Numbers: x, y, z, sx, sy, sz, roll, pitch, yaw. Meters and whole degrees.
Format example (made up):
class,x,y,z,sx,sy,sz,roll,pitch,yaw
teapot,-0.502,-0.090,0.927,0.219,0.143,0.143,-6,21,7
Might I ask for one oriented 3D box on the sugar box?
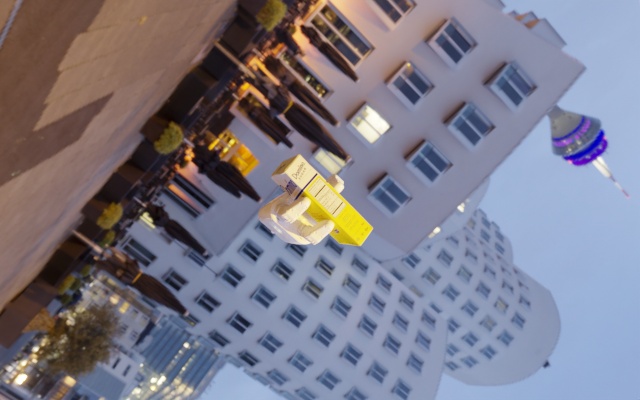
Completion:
class,x,y,z,sx,sy,sz,roll,pitch,yaw
sugar box,0.000,0.003,0.799,0.176,0.048,0.093,42,-16,-14
